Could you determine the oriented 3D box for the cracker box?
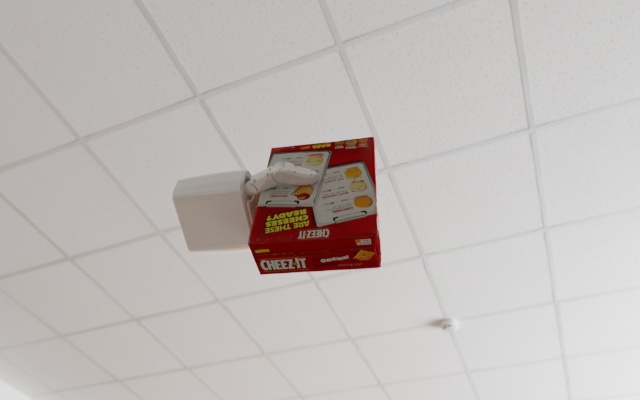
[{"bbox_3d":[0.000,0.002,0.677,0.164,0.072,0.213,-5,41,9],"label":"cracker box"}]
